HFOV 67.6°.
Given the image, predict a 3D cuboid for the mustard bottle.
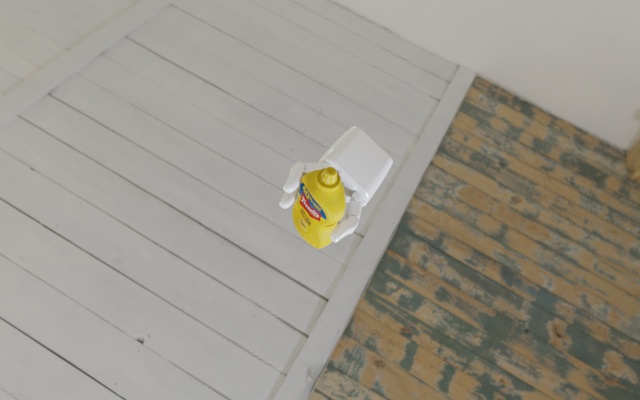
[{"bbox_3d":[0.000,0.003,0.821,0.058,0.096,0.192,-25,-23,-24],"label":"mustard bottle"}]
